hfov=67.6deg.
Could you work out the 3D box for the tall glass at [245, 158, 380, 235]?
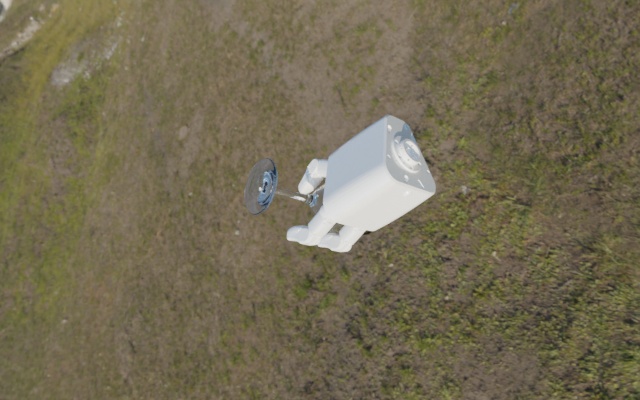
[{"bbox_3d":[-0.001,0.002,0.665,0.201,0.079,0.079,15,-9,-37],"label":"tall glass"}]
